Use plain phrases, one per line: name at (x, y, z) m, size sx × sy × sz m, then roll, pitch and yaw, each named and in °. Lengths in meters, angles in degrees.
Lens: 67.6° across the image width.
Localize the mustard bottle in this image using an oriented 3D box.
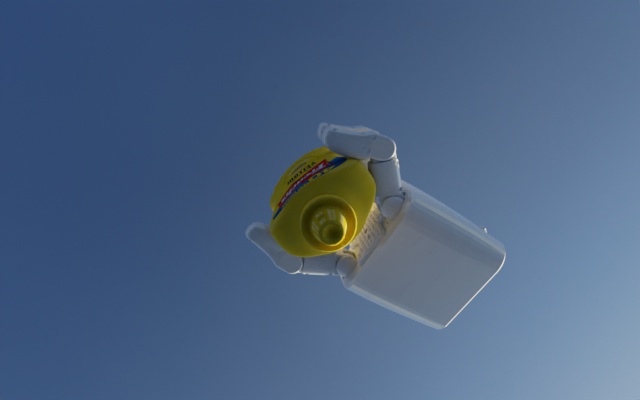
mustard bottle at (0.000, 0.001, 0.412) m, size 0.096 × 0.058 × 0.191 m, roll -37°, pitch 14°, yaw 4°
